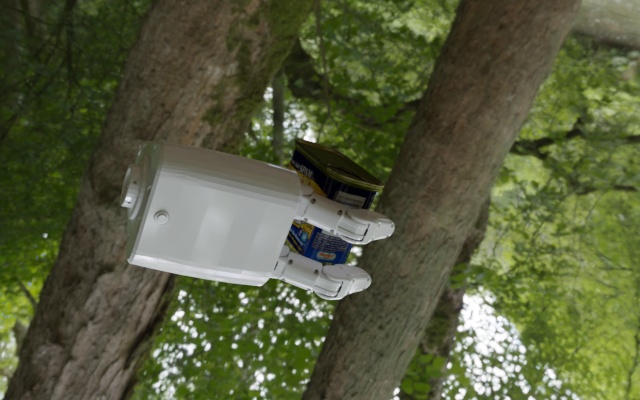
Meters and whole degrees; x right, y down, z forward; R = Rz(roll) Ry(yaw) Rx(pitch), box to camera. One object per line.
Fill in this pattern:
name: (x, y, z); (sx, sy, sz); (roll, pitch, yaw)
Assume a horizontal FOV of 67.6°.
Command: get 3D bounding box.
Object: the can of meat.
can of meat: (0.000, 0.002, 0.435); (0.057, 0.084, 0.102); (13, 18, -32)
